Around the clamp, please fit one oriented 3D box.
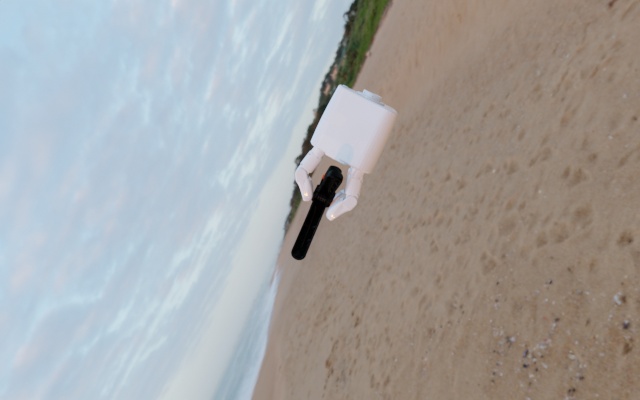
[{"bbox_3d":[0.000,0.002,0.824,0.036,0.164,0.210,26,16,-3],"label":"clamp"}]
